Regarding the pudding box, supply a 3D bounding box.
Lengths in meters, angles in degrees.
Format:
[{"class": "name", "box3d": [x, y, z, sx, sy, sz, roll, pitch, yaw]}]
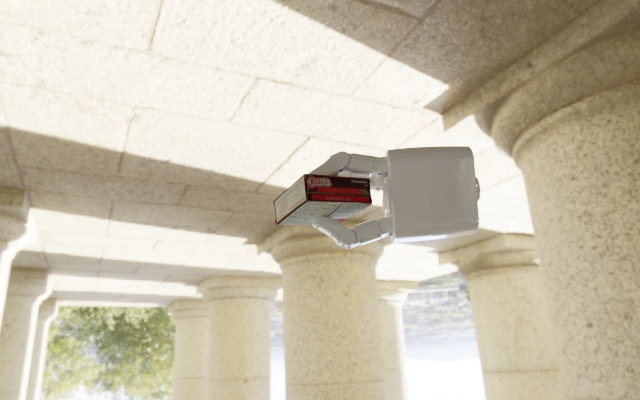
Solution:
[{"class": "pudding box", "box3d": [0.000, 0.002, 0.610, 0.090, 0.039, 0.113, 4, -21, -25]}]
